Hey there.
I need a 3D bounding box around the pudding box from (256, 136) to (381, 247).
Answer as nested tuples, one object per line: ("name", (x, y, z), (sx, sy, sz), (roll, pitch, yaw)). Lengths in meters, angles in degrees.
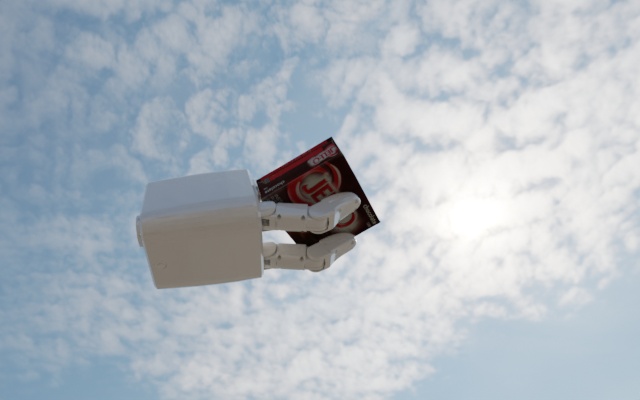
("pudding box", (0.000, 0.002, 0.495), (0.090, 0.039, 0.114), (-29, -46, 5))
